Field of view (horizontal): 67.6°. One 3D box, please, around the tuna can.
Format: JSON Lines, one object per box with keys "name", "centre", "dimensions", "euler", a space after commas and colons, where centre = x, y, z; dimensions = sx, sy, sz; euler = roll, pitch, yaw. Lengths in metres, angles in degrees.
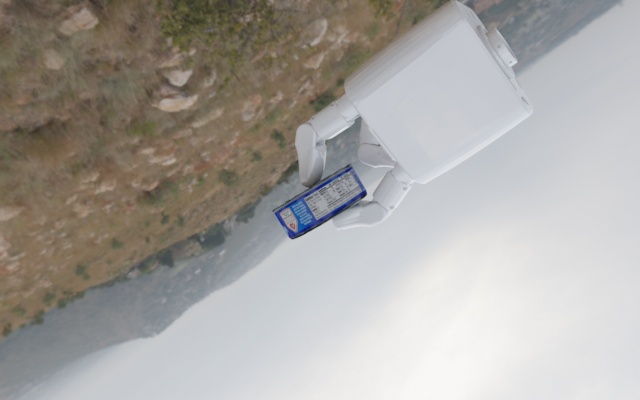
{"name": "tuna can", "centre": [0.000, 0.002, 0.444], "dimensions": [0.086, 0.034, 0.086], "euler": [-31, 1, 1]}
